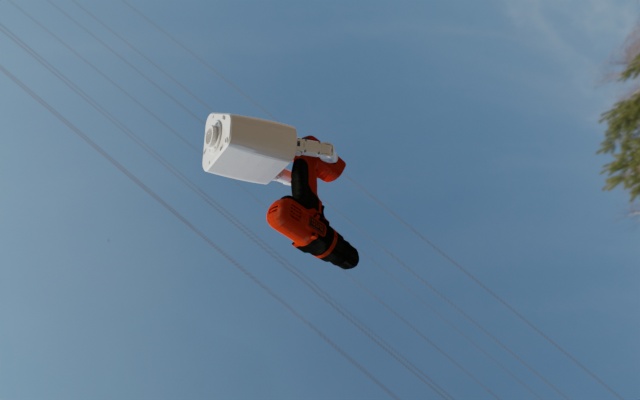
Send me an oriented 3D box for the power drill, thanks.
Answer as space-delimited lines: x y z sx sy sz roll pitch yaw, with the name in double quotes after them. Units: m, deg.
0.000 0.002 0.766 0.057 0.187 0.184 -25 -46 33 "power drill"
